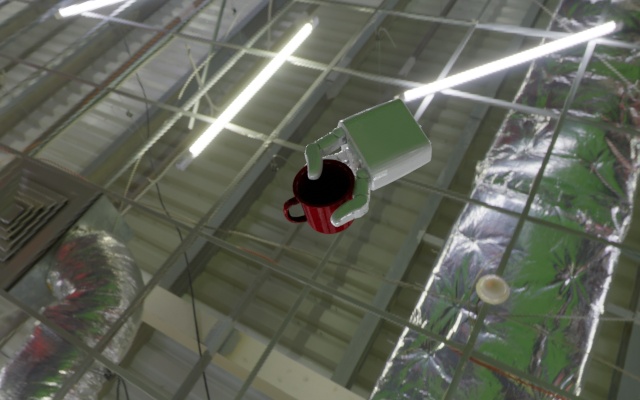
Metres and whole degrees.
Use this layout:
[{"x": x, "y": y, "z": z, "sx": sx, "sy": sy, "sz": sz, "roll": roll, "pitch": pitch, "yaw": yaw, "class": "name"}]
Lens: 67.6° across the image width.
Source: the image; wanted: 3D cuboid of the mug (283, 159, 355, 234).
[{"x": -0.001, "y": 0.003, "z": 0.728, "sx": 0.117, "sy": 0.093, "sz": 0.082, "roll": -24, "pitch": -39, "yaw": -6, "class": "mug"}]
